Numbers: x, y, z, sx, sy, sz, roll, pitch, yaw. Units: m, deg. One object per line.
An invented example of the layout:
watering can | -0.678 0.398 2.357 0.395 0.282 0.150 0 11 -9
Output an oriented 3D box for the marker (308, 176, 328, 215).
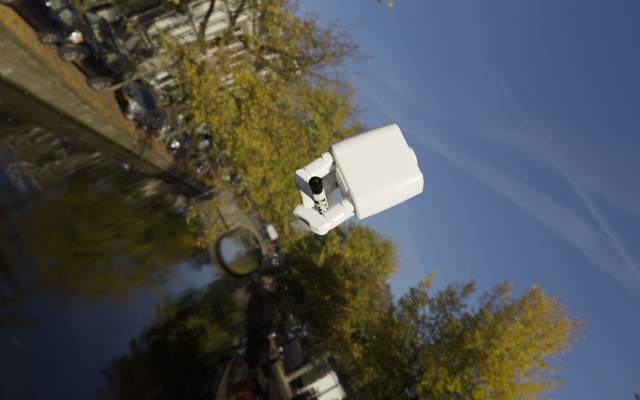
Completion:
marker | 0.000 0.002 0.672 0.020 0.020 0.121 0 -30 8
